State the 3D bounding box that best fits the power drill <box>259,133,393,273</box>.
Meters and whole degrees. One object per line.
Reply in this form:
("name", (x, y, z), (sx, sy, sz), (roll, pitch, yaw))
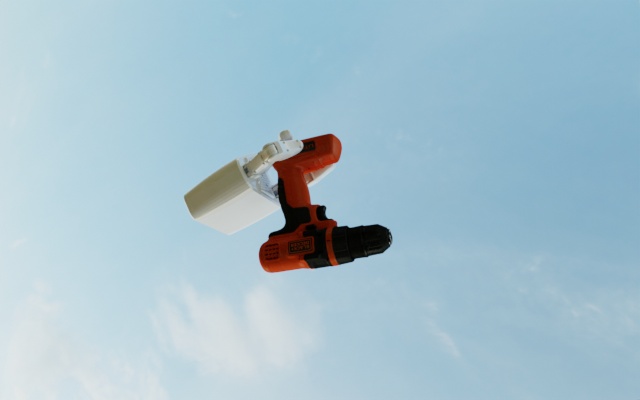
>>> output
("power drill", (0.000, 0.002, 0.667), (0.184, 0.187, 0.057), (-11, -26, 13))
